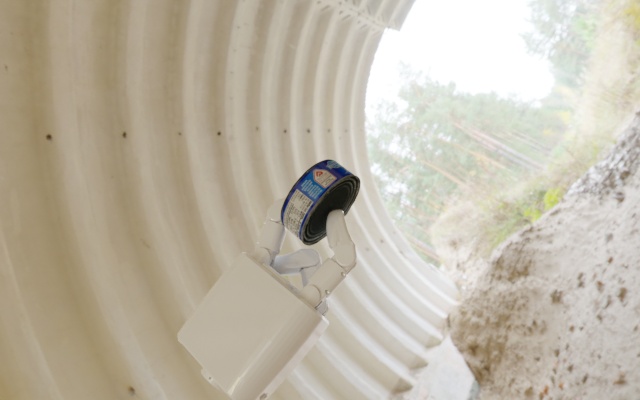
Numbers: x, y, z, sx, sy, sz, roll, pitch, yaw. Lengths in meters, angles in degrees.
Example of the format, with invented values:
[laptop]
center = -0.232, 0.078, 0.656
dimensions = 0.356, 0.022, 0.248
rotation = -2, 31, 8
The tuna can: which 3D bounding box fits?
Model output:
[tuna can]
center = 0.000, 0.001, 0.481
dimensions = 0.033, 0.086, 0.086
rotation = 38, 16, 21
